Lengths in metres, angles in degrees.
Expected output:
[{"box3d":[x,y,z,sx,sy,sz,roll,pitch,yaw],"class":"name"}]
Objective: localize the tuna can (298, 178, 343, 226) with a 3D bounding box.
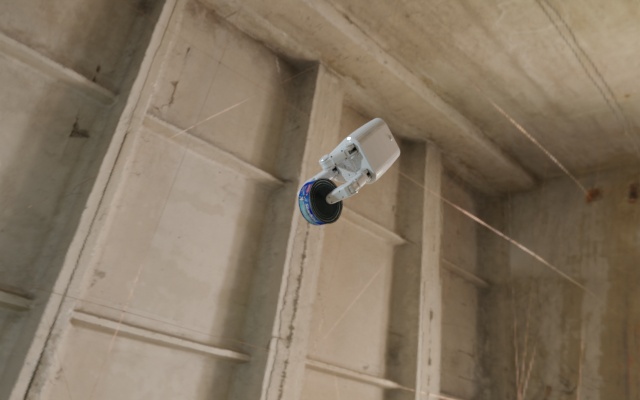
[{"box3d":[0.000,0.003,0.880,0.086,0.086,0.034,0,-9,-45],"class":"tuna can"}]
